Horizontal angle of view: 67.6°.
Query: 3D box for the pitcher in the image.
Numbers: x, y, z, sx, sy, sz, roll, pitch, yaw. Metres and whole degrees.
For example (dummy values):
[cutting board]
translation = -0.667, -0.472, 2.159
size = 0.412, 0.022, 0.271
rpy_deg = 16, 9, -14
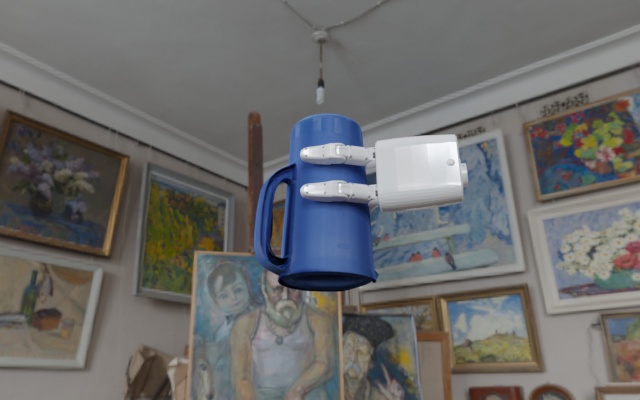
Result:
[pitcher]
translation = 0.000, 0.002, 0.677
size = 0.145, 0.242, 0.149
rpy_deg = -6, -22, 14
